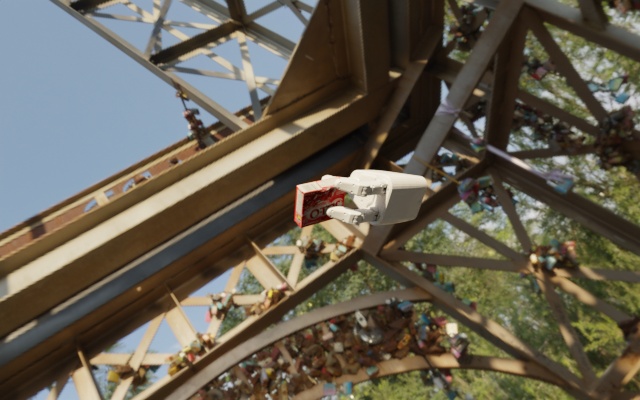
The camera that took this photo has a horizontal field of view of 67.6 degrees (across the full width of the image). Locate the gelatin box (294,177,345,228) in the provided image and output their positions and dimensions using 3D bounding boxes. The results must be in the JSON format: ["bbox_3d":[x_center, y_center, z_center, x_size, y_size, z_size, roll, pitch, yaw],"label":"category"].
[{"bbox_3d":[0.000,0.003,0.837,0.089,0.073,0.030,-13,37,-28],"label":"gelatin box"}]
